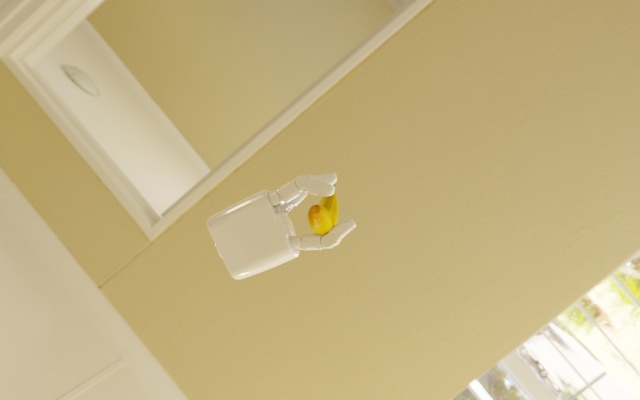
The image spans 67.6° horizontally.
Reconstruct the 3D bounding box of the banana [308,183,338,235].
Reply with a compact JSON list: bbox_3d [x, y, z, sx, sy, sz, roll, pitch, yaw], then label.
[{"bbox_3d":[0.004,0.020,0.759,0.037,0.069,0.197,-9,12,9],"label":"banana"}]
